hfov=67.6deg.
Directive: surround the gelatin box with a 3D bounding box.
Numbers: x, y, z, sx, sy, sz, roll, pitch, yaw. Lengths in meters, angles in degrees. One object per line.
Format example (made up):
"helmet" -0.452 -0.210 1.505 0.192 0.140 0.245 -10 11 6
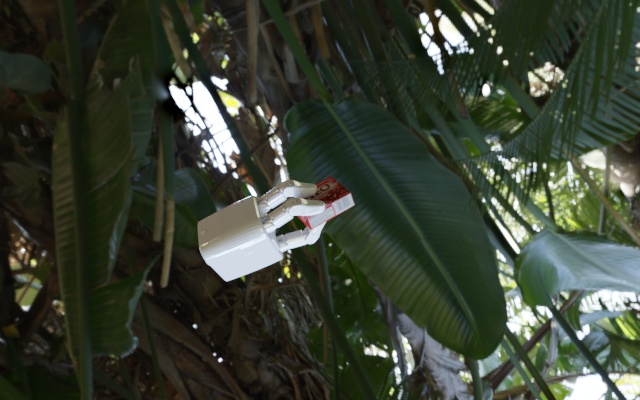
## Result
"gelatin box" 0.001 0.003 0.799 0.089 0.030 0.073 -29 35 -13
